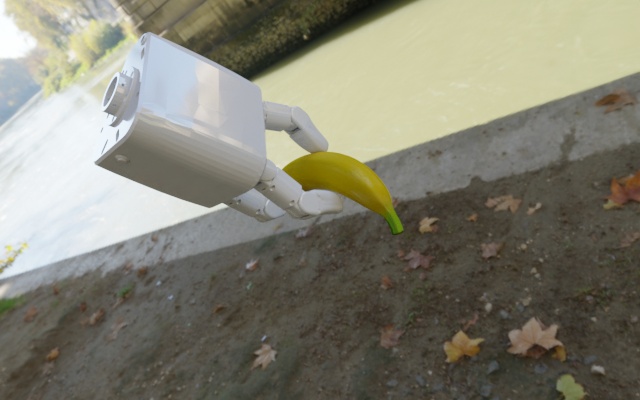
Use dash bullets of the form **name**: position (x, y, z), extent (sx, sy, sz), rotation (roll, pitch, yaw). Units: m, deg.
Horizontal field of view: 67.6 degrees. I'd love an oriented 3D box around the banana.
- **banana**: position (0.002, -0.016, 0.486), extent (0.037, 0.069, 0.198), rotation (-8, 15, -37)
